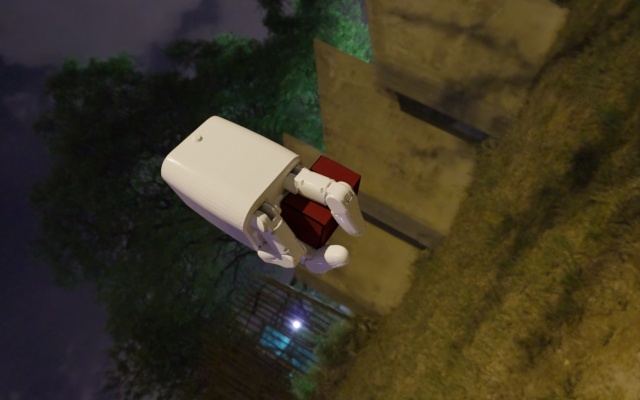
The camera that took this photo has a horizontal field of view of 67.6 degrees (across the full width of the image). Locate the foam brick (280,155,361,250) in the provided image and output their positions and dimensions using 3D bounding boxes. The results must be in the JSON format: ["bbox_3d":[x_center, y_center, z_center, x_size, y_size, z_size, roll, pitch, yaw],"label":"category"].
[{"bbox_3d":[0.000,0.002,0.502,0.051,0.078,0.053,29,-34,14],"label":"foam brick"}]
